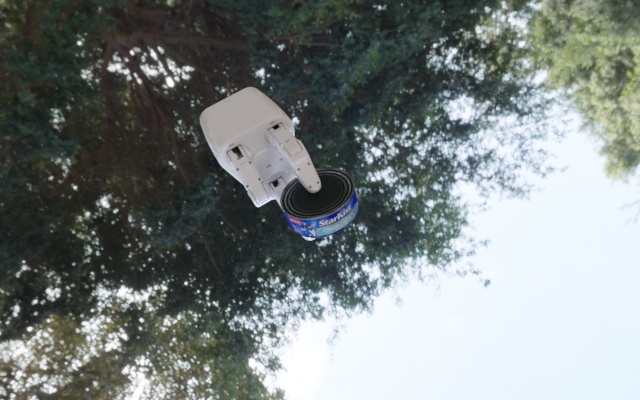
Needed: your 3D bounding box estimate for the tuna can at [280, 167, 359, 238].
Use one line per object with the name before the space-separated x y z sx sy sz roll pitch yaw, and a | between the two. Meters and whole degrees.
tuna can | 0.000 0.002 0.539 0.086 0.034 0.086 -12 39 10
